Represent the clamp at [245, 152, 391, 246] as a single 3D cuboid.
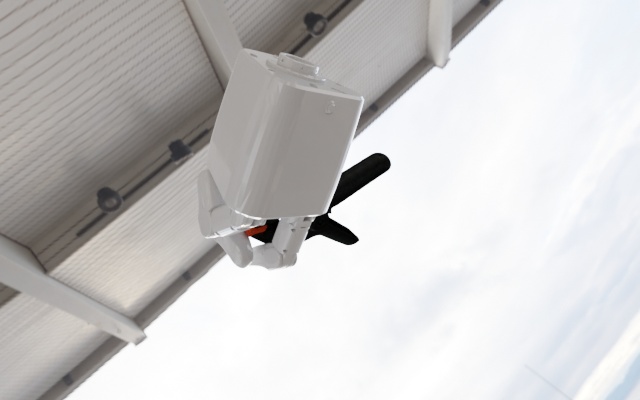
[{"bbox_3d":[0.000,0.001,0.483,0.171,0.120,0.039,-3,32,-45],"label":"clamp"}]
